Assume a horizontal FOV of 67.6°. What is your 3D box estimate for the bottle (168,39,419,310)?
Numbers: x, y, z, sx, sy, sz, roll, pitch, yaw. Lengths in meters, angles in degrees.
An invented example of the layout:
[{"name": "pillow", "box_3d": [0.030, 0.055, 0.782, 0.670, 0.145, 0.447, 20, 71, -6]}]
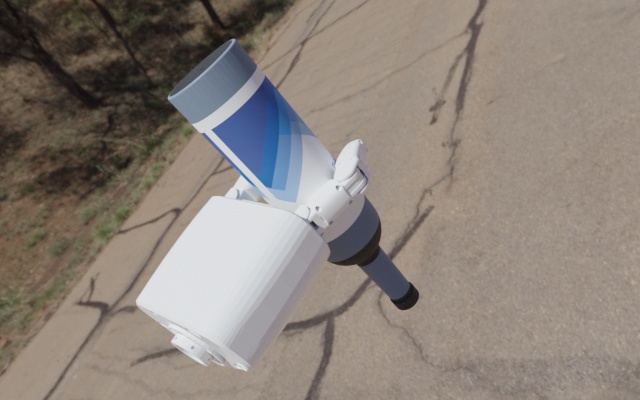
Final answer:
[{"name": "bottle", "box_3d": [0.000, 0.001, 0.416, 0.069, 0.069, 0.296, 0, -42, 53]}]
